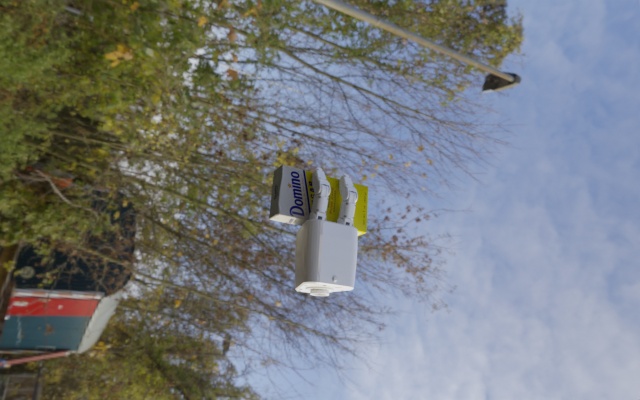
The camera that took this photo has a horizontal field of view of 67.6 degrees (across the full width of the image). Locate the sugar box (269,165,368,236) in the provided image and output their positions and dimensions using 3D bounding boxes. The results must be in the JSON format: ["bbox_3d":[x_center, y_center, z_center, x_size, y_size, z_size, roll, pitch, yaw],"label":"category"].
[{"bbox_3d":[0.000,0.003,0.852,0.176,0.093,0.048,13,-21,-27],"label":"sugar box"}]
